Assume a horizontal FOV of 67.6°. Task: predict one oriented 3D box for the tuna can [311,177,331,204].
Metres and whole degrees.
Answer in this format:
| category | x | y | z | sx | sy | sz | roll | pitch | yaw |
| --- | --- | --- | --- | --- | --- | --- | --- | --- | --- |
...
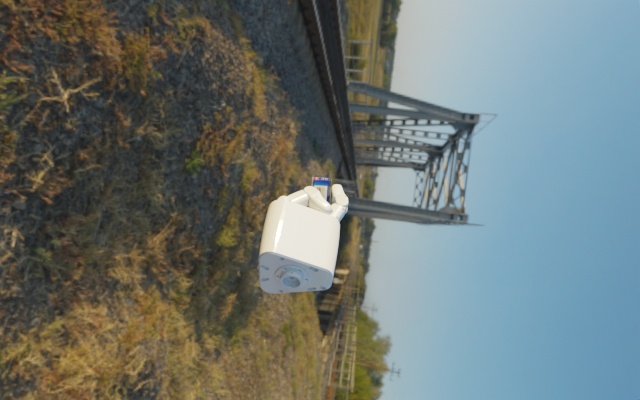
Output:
| category | x | y | z | sx | sy | sz | roll | pitch | yaw |
| --- | --- | --- | --- | --- | --- | --- | --- | --- | --- |
| tuna can | 0.001 | 0.003 | 0.818 | 0.034 | 0.086 | 0.086 | 3 | 0 | 1 |
